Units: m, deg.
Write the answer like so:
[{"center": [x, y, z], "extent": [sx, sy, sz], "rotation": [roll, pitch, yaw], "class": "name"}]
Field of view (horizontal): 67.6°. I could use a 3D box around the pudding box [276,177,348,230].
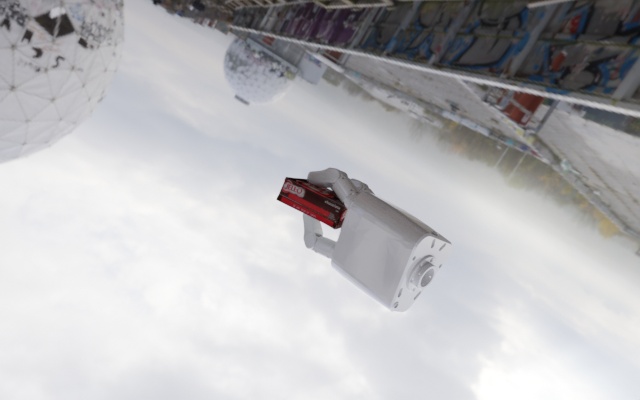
[{"center": [0.000, 0.002, 0.661], "extent": [0.090, 0.039, 0.113], "rotation": [27, 5, 12], "class": "pudding box"}]
